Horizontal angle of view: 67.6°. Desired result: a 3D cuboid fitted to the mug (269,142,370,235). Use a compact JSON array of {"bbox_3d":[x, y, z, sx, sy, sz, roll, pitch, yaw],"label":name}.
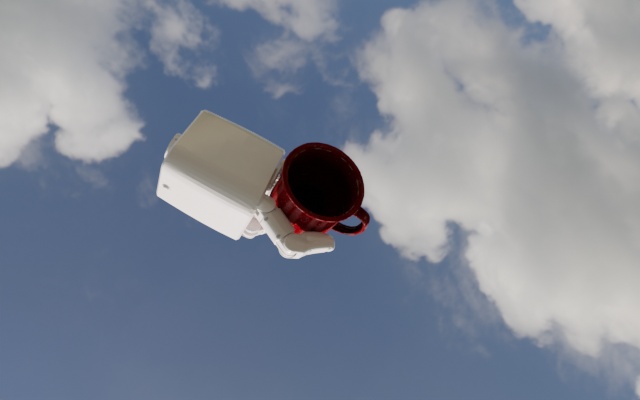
[{"bbox_3d":[0.001,0.002,0.532,0.117,0.093,0.081,30,-33,-8],"label":"mug"}]
